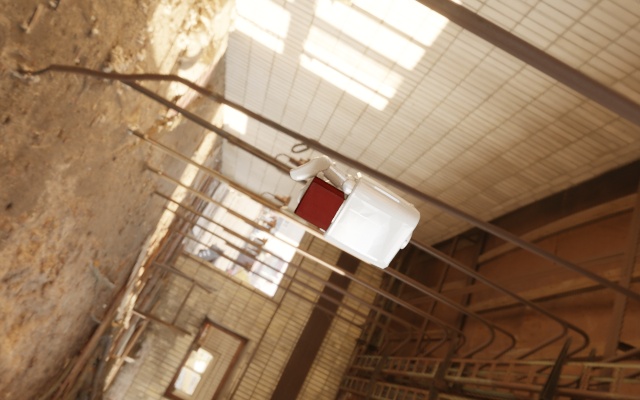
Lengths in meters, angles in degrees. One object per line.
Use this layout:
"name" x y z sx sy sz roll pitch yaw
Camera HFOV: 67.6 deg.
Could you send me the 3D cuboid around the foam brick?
"foam brick" 0.000 0.002 0.670 0.051 0.053 0.078 31 9 -2
